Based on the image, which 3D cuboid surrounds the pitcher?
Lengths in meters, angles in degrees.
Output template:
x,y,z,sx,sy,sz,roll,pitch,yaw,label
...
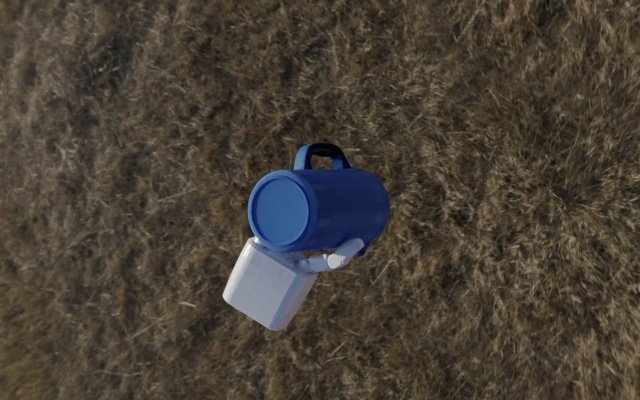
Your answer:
x,y,z,sx,sy,sz,roll,pitch,yaw,label
0.000,0.003,0.715,0.149,0.145,0.243,36,16,22,pitcher
